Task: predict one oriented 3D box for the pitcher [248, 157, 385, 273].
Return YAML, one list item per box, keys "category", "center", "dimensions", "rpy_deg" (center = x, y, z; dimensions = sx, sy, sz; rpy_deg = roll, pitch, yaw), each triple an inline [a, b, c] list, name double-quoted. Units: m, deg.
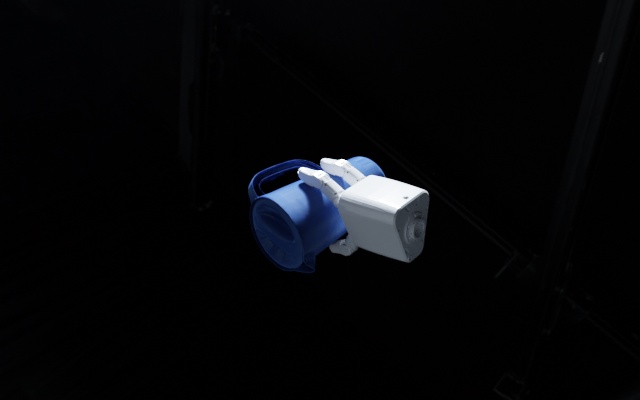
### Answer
- category: "pitcher"
  center: [0.000, 0.003, 0.839]
  dimensions: [0.145, 0.149, 0.242]
  rpy_deg: [16, 35, 43]
